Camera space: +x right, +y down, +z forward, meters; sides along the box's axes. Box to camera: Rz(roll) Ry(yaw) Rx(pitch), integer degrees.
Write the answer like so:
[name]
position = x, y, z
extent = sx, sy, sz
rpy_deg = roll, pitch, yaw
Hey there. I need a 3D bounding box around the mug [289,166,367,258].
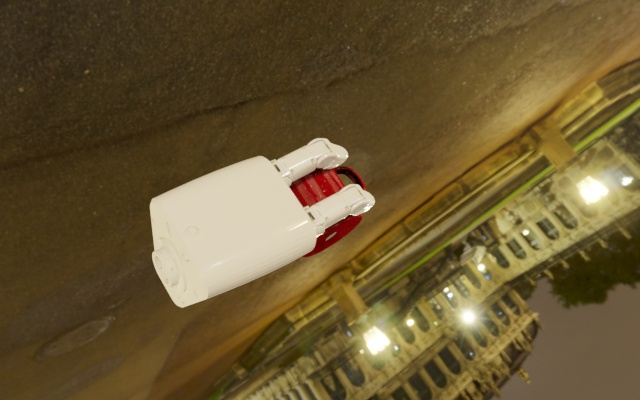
[mug]
position = 0.001, 0.001, 0.508
extent = 0.117, 0.081, 0.093
rpy_deg = -25, -18, -31
